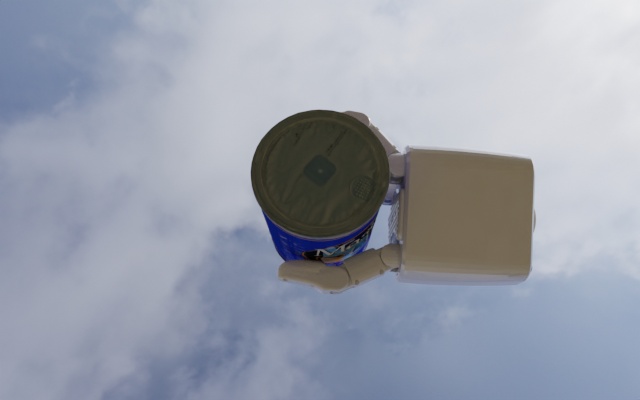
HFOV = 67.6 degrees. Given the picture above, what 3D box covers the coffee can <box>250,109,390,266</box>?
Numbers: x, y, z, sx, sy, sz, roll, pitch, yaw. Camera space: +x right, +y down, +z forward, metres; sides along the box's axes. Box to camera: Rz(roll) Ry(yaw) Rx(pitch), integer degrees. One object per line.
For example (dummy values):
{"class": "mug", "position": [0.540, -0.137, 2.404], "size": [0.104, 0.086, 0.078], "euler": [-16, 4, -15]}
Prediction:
{"class": "coffee can", "position": [0.000, 0.001, 0.414], "size": [0.103, 0.102, 0.140], "euler": [0, -20, 0]}
